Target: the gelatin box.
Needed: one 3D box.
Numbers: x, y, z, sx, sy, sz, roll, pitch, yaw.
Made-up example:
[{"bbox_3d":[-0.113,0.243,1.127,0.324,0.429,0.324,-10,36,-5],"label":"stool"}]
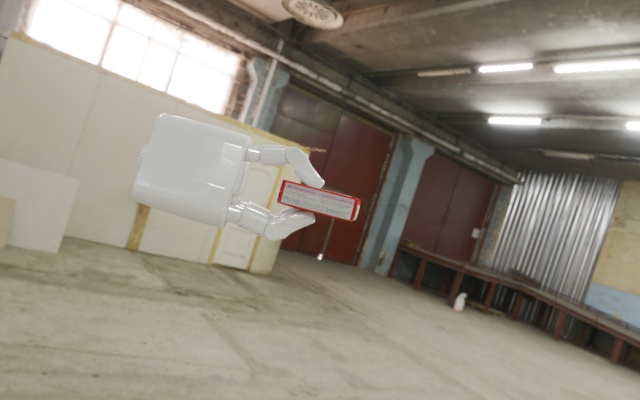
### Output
[{"bbox_3d":[0.001,0.001,0.561,0.089,0.030,0.073,14,0,7],"label":"gelatin box"}]
